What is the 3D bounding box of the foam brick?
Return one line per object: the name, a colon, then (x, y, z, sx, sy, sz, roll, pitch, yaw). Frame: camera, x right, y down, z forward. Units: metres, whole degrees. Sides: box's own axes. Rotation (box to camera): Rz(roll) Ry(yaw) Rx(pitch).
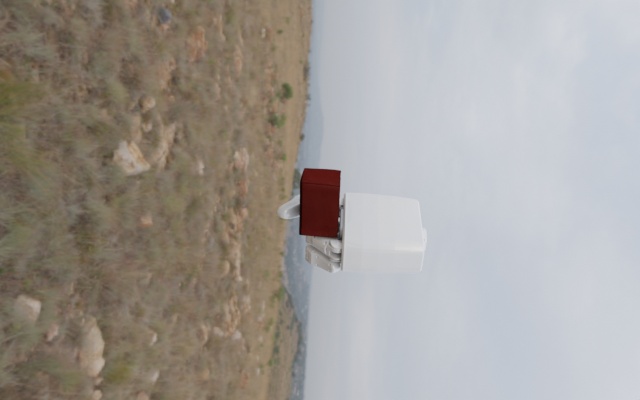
foam brick: (0.000, 0.002, 0.630, 0.051, 0.078, 0.053, 3, 27, 3)
